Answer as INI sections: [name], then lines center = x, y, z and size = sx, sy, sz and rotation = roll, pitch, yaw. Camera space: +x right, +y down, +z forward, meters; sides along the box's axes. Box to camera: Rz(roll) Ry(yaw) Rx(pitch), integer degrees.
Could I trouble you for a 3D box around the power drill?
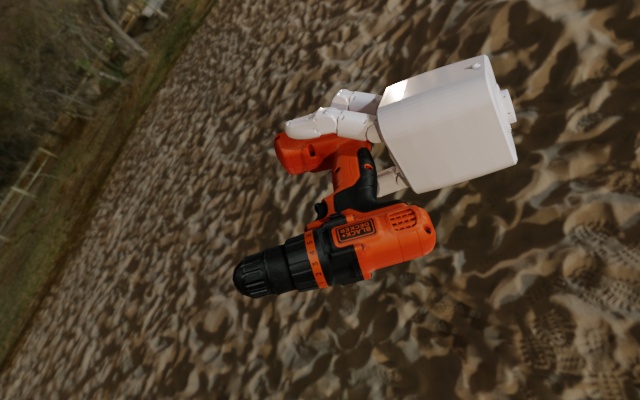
[power drill]
center = 0.000, 0.001, 0.474
size = 0.184, 0.187, 0.057
rotation = -15, -42, 3
